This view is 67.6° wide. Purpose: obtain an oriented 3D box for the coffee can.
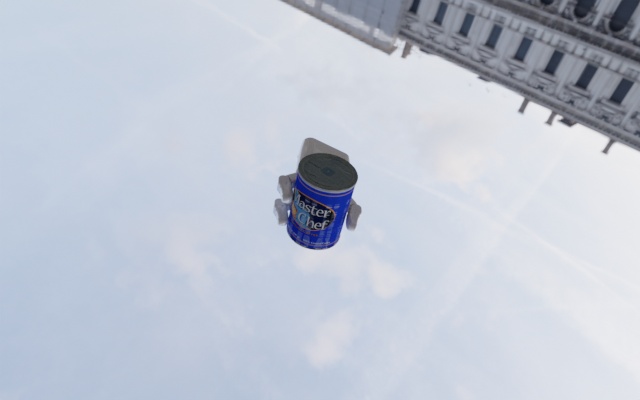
[{"bbox_3d":[0.000,0.003,0.840,0.103,0.140,0.102,8,39,-7],"label":"coffee can"}]
